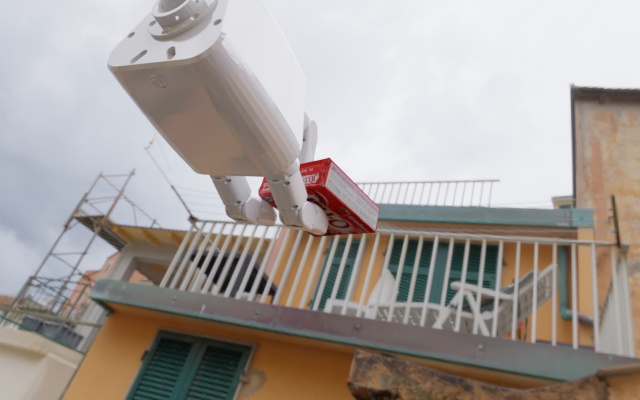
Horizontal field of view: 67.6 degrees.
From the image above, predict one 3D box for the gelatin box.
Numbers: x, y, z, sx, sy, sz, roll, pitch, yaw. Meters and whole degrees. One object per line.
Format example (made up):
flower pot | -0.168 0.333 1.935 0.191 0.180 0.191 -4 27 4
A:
gelatin box | 0.000 0.001 0.432 0.073 0.030 0.089 -7 -33 37
